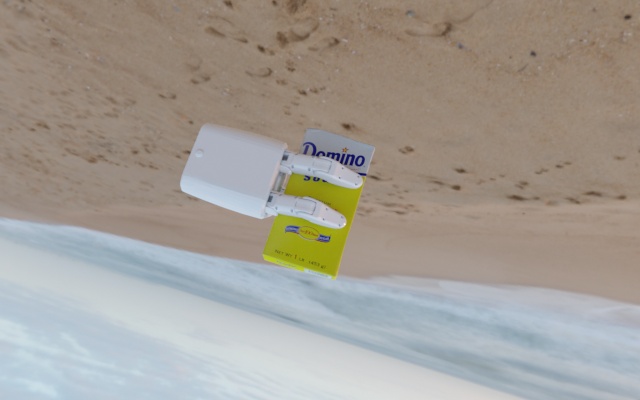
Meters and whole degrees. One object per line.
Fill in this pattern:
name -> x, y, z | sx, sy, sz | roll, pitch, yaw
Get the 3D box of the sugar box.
sugar box -> 0.000, 0.002, 0.597 | 0.093, 0.176, 0.048 | 17, -15, 2
